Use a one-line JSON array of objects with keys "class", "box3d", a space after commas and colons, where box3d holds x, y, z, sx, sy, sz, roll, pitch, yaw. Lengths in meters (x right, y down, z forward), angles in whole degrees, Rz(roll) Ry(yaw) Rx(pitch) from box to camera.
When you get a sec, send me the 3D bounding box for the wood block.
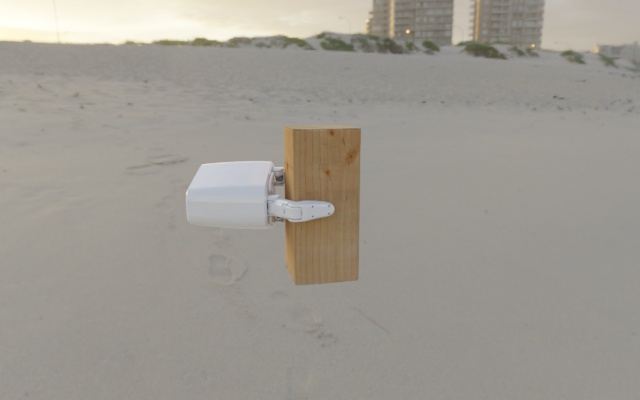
[{"class": "wood block", "box3d": [0.000, 0.002, 0.660, 0.090, 0.206, 0.091, -3, 12, -12]}]
